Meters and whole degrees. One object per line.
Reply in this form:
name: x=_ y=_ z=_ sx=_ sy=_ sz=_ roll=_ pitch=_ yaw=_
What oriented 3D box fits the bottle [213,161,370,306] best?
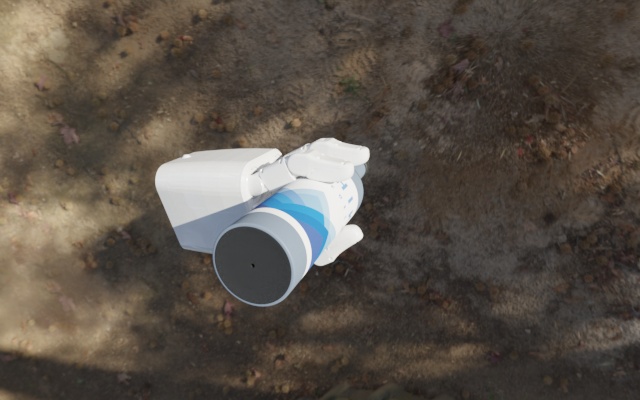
bottle: x=0.000 y=0.002 z=0.474 sx=0.069 sy=0.069 sz=0.295 roll=0 pitch=18 yaw=21
